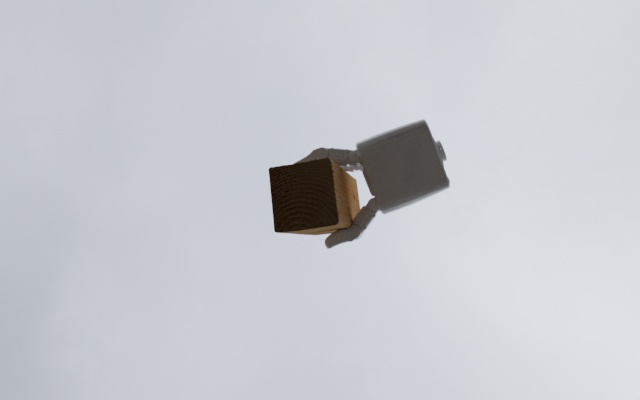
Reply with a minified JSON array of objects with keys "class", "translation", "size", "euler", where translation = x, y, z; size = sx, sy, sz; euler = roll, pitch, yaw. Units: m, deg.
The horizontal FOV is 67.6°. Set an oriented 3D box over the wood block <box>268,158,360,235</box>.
[{"class":"wood block","translation":[0.001,0.003,0.724],"size":[0.090,0.091,0.206],"euler":[-8,-7,13]}]
